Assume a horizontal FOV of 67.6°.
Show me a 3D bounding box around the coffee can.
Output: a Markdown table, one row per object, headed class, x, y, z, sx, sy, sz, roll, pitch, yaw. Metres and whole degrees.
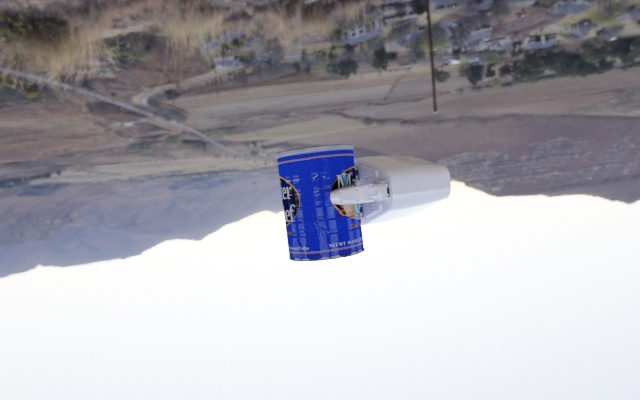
| class | x | y | z | sx | sy | sz | roll | pitch | yaw |
| --- | --- | --- | --- | --- | --- | --- | --- | --- | --- |
| coffee can | 0.000 | 0.002 | 0.630 | 0.103 | 0.140 | 0.103 | -7 | 2 | 0 |
